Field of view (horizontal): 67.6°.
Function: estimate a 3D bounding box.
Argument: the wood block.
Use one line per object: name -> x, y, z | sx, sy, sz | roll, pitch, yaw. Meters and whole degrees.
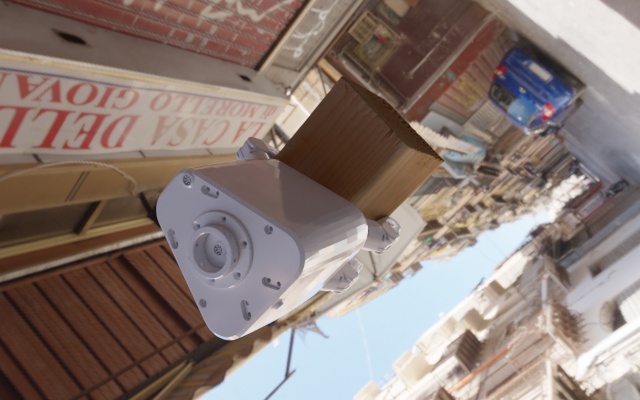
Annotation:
wood block -> 0.000, 0.001, 0.446 | 0.206, 0.090, 0.090 | -47, -26, 21
